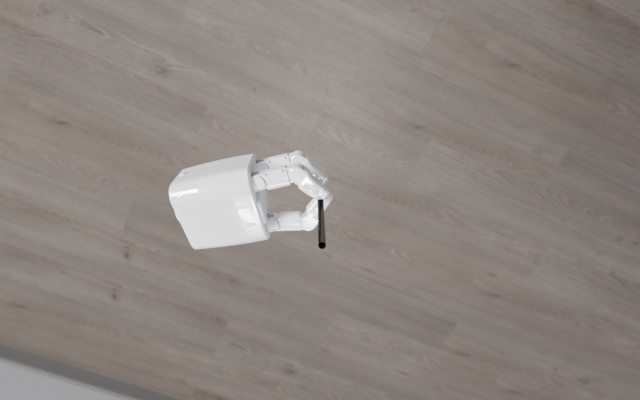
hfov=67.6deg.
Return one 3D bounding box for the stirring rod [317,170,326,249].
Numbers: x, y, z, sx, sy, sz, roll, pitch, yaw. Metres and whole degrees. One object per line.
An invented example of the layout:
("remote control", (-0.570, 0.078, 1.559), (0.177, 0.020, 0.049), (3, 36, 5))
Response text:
("stirring rod", (0.000, 0.002, 0.604), (0.011, 0.011, 0.239), (0, 22, -1))
